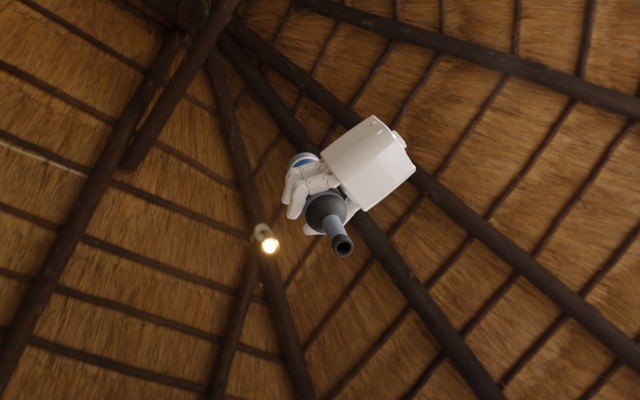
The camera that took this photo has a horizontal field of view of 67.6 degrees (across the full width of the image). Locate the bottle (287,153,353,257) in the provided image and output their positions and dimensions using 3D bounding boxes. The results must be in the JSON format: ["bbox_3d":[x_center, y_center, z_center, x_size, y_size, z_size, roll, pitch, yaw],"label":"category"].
[{"bbox_3d":[0.000,0.002,0.758,0.069,0.069,0.295,0,24,-13],"label":"bottle"}]
